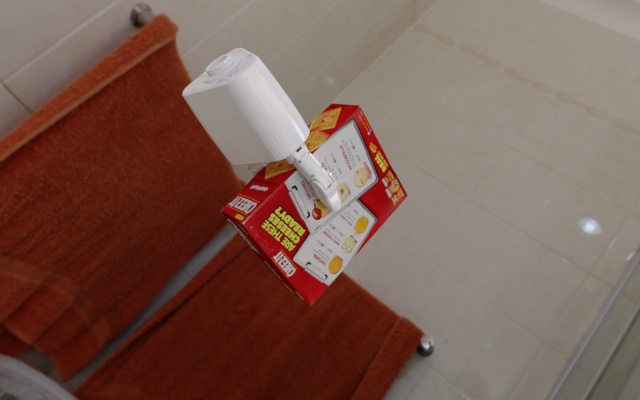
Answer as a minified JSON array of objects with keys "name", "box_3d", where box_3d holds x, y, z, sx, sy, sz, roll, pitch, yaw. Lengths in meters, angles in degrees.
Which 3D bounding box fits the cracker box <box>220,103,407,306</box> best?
[{"name":"cracker box","box_3d":[0.000,0.002,0.632,0.213,0.164,0.072,-46,35,-18]}]
